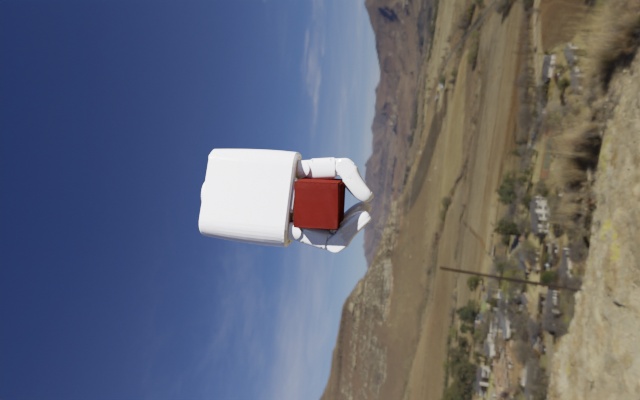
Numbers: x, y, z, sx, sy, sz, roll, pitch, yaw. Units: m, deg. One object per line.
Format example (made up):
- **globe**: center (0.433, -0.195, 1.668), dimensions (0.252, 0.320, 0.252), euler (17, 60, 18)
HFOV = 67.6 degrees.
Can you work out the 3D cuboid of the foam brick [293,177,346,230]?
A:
- **foam brick**: center (0.000, 0.002, 0.554), dimensions (0.051, 0.053, 0.078), euler (3, 6, 7)
